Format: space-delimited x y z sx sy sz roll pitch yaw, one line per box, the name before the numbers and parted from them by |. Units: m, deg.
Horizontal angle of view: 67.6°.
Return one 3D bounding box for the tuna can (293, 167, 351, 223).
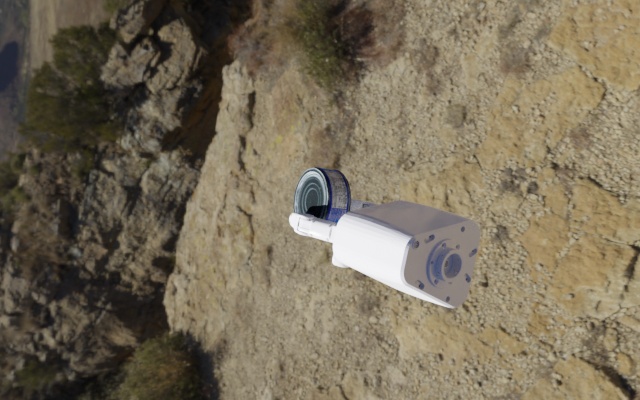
tuna can | 0.000 0.002 0.596 0.034 0.086 0.086 6 -3 -32
